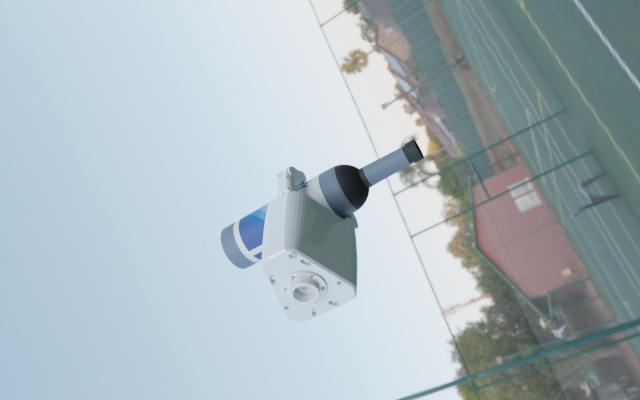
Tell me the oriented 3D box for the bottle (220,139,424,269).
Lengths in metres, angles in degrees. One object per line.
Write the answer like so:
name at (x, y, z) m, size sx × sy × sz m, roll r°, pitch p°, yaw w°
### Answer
bottle at (0.000, 0.002, 0.640) m, size 0.296 × 0.069 × 0.069 m, roll -29°, pitch -10°, yaw 19°
